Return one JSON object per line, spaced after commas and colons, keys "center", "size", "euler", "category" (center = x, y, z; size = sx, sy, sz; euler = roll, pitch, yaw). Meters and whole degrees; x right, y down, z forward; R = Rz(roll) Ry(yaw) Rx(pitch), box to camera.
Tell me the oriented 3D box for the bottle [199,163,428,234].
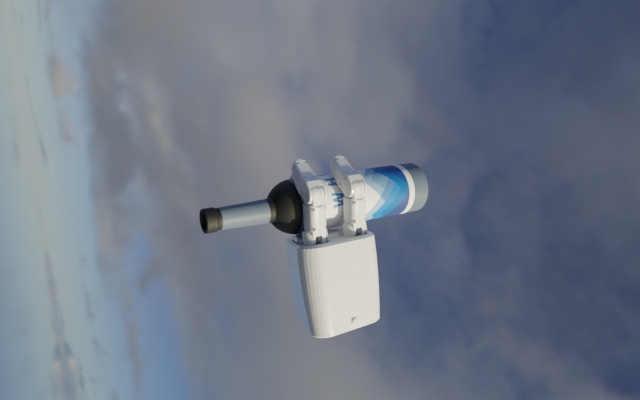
{"center": [0.000, 0.002, 0.584], "size": [0.295, 0.069, 0.069], "euler": [-9, 5, -30], "category": "bottle"}
